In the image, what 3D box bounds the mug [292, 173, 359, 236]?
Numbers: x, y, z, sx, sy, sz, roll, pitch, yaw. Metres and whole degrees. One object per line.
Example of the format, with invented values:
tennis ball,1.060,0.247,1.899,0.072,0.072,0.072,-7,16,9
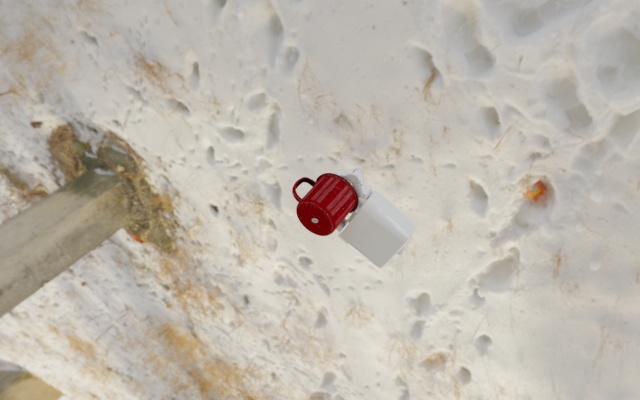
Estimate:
mug,-0.001,0.002,0.866,0.081,0.117,0.093,-48,-5,-38
